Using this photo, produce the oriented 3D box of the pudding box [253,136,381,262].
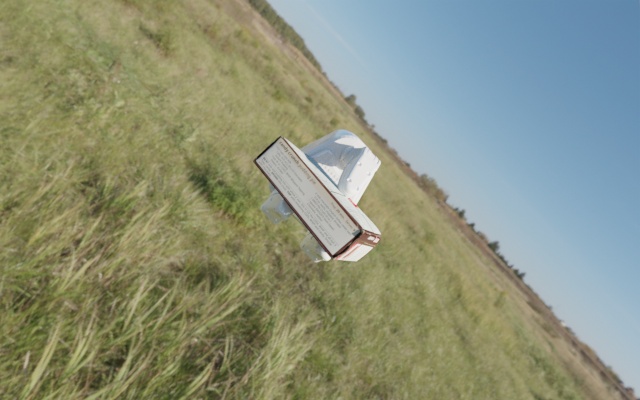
[{"bbox_3d":[0.000,0.001,0.427,0.039,0.113,0.090,-44,-17,8],"label":"pudding box"}]
